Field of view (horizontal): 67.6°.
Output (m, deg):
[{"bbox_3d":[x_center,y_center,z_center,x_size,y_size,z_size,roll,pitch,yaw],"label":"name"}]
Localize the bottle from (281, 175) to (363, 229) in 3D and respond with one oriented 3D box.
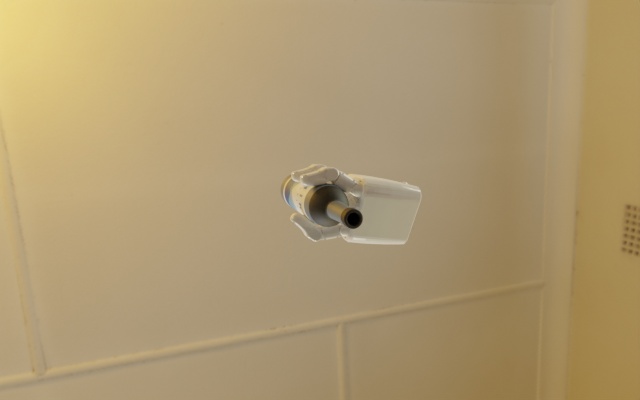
[{"bbox_3d":[0.000,0.003,0.774,0.069,0.069,0.295,0,9,-18],"label":"bottle"}]
